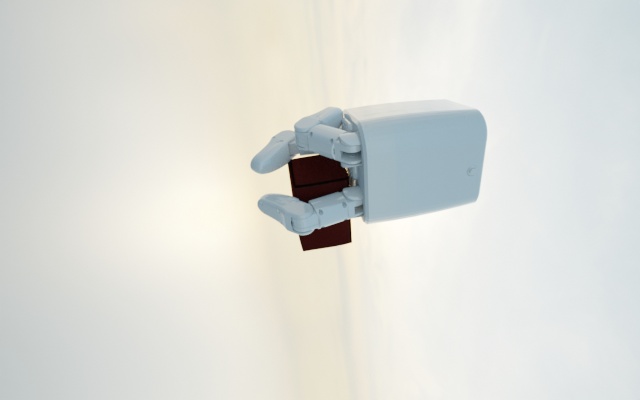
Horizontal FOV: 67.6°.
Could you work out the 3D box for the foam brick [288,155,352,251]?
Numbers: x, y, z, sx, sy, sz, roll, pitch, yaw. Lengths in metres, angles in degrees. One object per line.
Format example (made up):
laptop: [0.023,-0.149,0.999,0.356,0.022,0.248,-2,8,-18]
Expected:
foam brick: [0.000,0.002,0.462,0.051,0.078,0.053,-9,36,-6]
